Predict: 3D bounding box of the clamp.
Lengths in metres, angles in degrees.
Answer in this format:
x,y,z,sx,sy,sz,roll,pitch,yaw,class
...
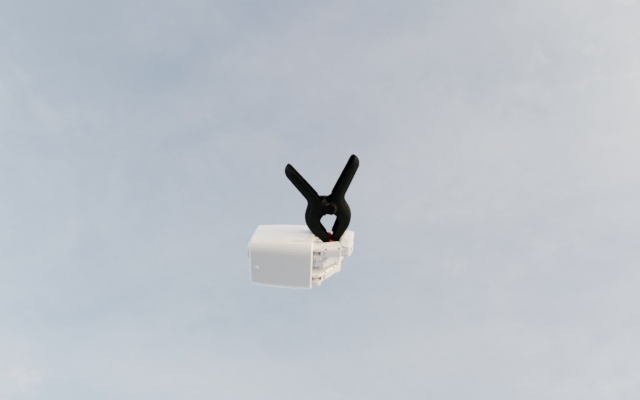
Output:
x,y,z,sx,sy,sz,roll,pitch,yaw,class
0.000,0.002,0.801,0.120,0.171,0.039,2,26,-1,clamp
